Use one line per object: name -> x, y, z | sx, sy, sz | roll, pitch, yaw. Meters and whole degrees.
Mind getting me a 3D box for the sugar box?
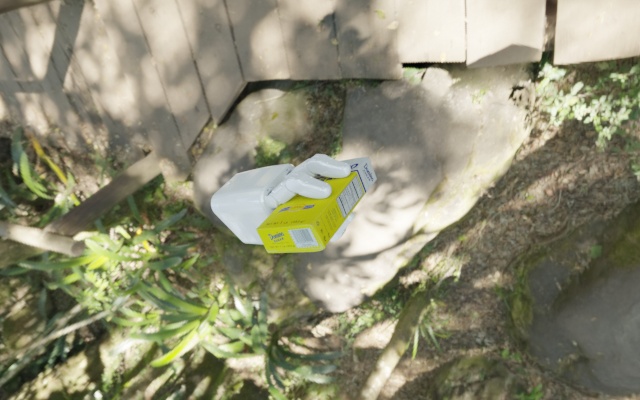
sugar box -> 0.000, 0.002, 0.652 | 0.093, 0.048, 0.176 | -6, 31, 35
